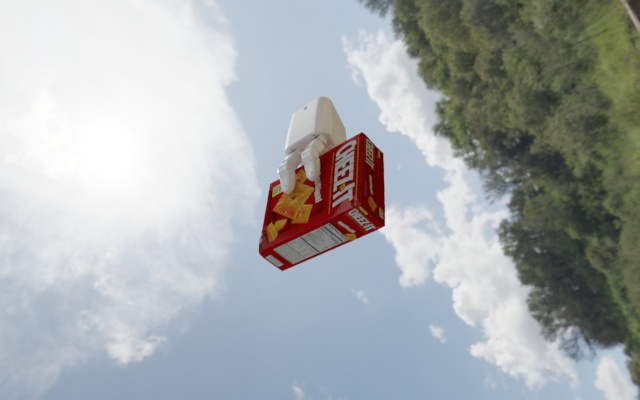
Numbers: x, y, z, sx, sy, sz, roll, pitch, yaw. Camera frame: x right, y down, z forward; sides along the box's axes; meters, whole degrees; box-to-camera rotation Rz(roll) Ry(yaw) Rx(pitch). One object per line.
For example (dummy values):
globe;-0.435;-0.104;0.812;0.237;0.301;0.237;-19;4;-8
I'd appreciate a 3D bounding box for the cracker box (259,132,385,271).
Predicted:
cracker box;0.000;0.003;0.793;0.214;0.164;0.072;-27;-51;31
